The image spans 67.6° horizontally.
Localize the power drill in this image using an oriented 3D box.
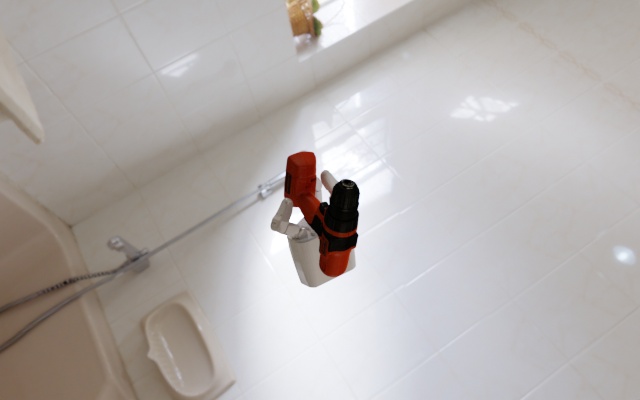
[{"bbox_3d":[0.000,0.002,0.761,0.057,0.185,0.187,-10,43,-22],"label":"power drill"}]
